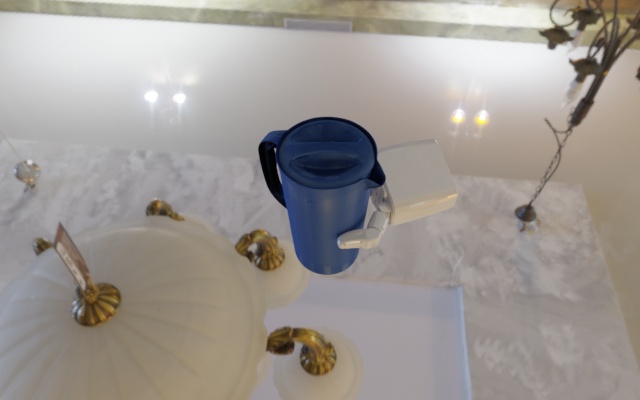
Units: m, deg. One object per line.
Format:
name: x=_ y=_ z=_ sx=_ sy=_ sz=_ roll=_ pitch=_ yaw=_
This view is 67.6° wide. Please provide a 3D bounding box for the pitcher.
pitcher: x=0.000 y=0.002 z=0.711 sx=0.145 sy=0.149 sz=0.243 roll=-15 pitch=-37 yaw=-11
